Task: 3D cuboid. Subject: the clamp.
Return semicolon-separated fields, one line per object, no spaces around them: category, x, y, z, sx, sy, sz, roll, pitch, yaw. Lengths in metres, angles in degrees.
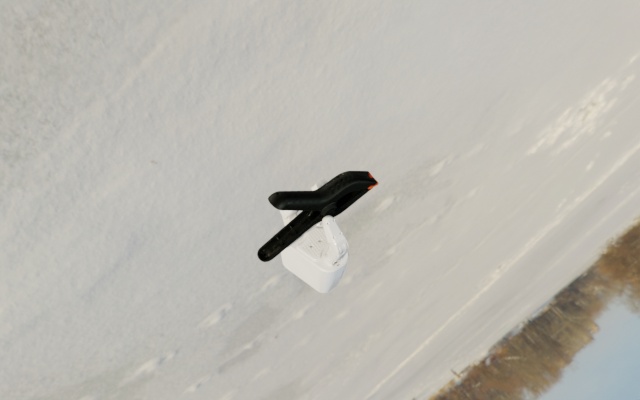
clamp;0.001;0.003;0.693;0.210;0.036;0.165;-30;-22;-21
